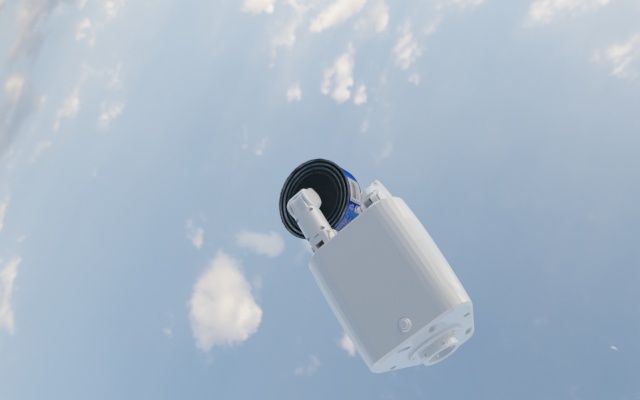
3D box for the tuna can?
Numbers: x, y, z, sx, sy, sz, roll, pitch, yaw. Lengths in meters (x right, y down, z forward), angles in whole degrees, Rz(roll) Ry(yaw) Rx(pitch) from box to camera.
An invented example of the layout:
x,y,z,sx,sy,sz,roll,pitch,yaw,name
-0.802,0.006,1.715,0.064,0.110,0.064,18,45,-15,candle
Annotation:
x,y,z,sx,sy,sz,roll,pitch,yaw,name
0.000,0.002,0.502,0.086,0.086,0.034,0,-14,34,tuna can
